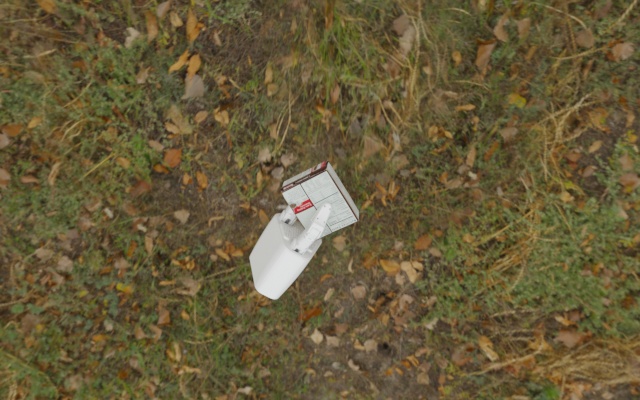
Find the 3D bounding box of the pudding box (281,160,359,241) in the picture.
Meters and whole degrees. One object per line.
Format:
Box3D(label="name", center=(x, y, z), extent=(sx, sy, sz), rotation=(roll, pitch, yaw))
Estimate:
Box3D(label="pudding box", center=(0.000, 0.003, 0.788), extent=(0.090, 0.113, 0.039), rotation=(-26, 26, 15))
